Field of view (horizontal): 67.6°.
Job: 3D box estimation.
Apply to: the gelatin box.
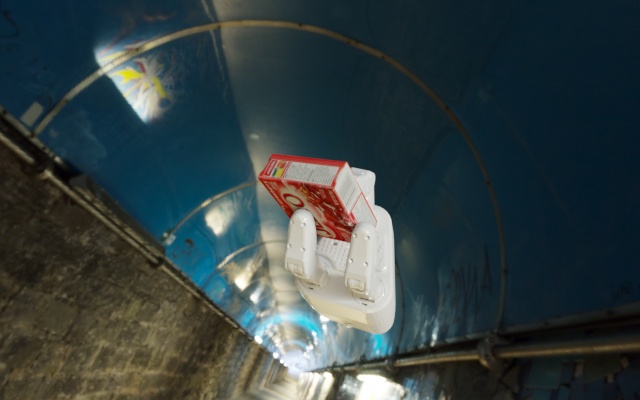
[{"bbox_3d":[0.000,0.001,0.404,0.073,0.030,0.089,10,-30,32],"label":"gelatin box"}]
